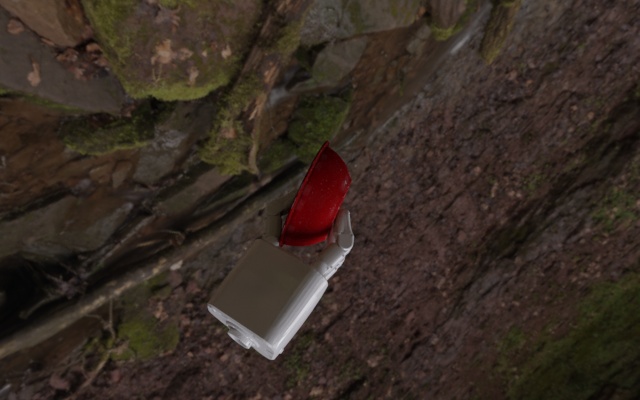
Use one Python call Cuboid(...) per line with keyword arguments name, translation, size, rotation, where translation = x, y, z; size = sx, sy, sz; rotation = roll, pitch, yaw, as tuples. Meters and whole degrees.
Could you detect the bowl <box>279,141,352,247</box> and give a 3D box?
Cuboid(name="bowl", translation=(0.001, 0.001, 0.656), size=(0.055, 0.162, 0.162), rotation=(24, 1, 3))
